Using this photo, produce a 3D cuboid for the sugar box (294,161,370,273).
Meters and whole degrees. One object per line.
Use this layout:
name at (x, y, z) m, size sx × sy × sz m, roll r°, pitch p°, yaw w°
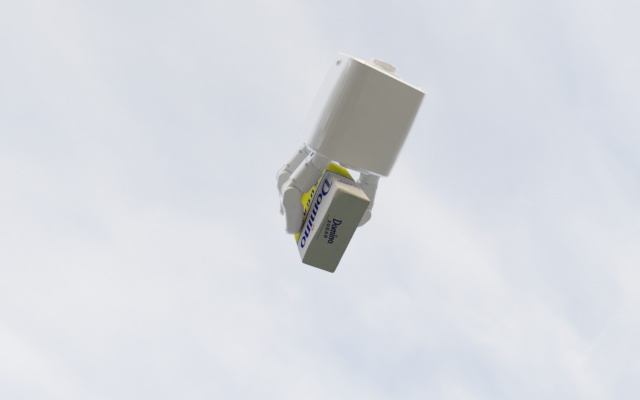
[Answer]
sugar box at (0.000, 0.002, 0.572) m, size 0.048 × 0.093 × 0.176 m, roll 21°, pitch 15°, yaw -16°
